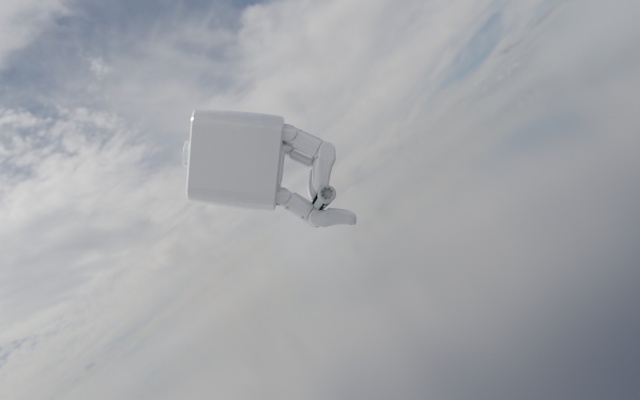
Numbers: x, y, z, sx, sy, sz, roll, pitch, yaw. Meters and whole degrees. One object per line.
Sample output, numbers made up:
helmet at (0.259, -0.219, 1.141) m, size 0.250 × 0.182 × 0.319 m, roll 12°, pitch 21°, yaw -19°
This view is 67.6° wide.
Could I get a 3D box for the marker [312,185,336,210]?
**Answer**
marker at (0.000, 0.002, 0.568) m, size 0.020 × 0.020 × 0.121 m, roll 0°, pitch -9°, yaw -7°
